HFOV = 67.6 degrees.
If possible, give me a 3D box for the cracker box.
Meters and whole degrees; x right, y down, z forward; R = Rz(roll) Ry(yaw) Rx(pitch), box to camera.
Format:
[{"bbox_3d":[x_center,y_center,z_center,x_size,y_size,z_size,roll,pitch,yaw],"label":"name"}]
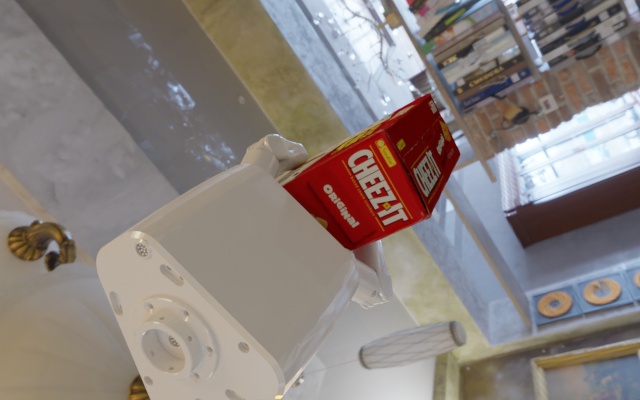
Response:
[{"bbox_3d":[0.000,0.001,0.404,0.214,0.072,0.164,-26,8,29],"label":"cracker box"}]
